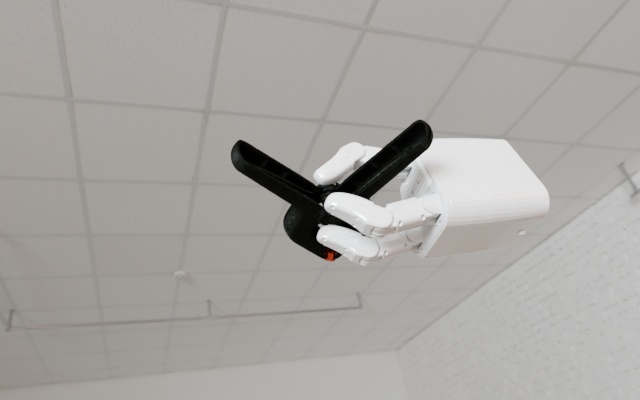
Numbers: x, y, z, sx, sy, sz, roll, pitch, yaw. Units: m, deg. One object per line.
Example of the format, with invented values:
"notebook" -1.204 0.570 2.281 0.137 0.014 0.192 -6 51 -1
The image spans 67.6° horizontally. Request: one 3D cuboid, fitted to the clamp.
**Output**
"clamp" 0.000 0.001 0.457 0.164 0.036 0.210 -2 -33 -10
